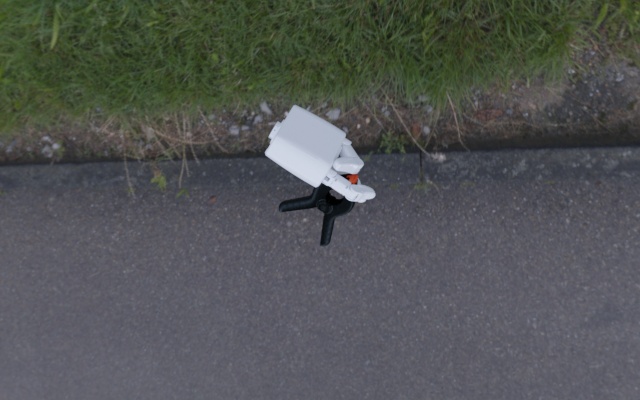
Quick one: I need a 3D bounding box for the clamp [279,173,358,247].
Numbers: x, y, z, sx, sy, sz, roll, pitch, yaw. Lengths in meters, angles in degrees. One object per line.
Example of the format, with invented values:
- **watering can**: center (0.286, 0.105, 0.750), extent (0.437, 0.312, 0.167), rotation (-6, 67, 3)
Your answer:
- **clamp**: center (0.000, 0.003, 0.874), extent (0.120, 0.171, 0.039), rotation (30, 35, -7)
